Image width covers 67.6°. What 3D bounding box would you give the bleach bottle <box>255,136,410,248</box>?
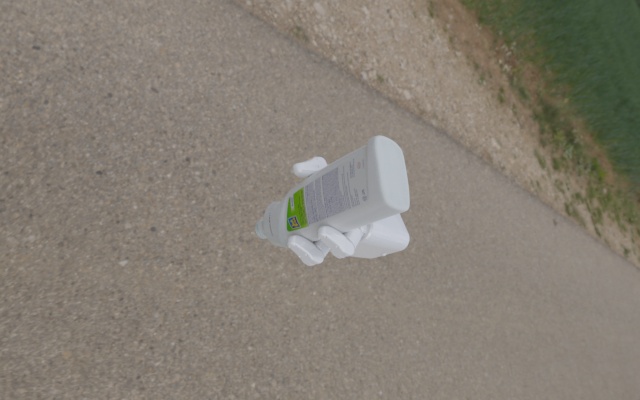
[{"bbox_3d":[0.000,0.002,0.669,0.251,0.102,0.068,-21,-26,38],"label":"bleach bottle"}]
